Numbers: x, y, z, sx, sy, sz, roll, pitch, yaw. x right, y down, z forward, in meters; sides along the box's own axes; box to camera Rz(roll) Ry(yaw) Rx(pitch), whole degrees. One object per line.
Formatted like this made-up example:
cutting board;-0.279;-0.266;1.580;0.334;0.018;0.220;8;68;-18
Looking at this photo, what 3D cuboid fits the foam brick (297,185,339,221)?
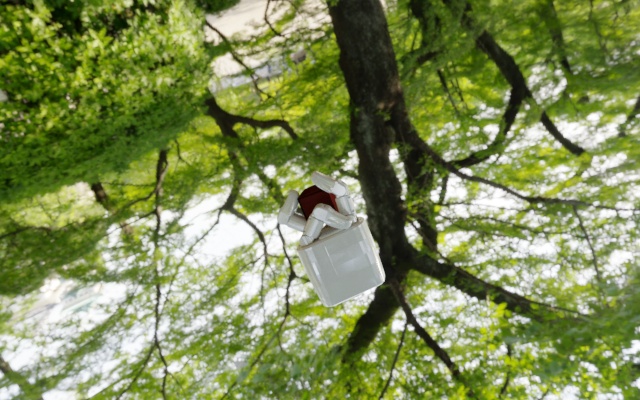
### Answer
foam brick;0.000;0.002;0.785;0.053;0.051;0.078;-22;10;13
